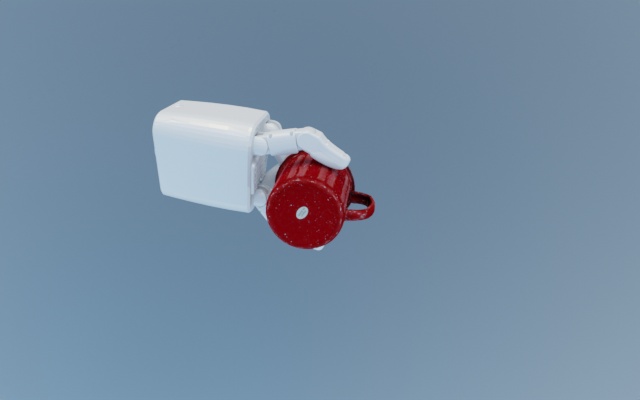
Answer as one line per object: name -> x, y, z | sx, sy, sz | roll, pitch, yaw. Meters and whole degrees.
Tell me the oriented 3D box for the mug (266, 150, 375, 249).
mug -> 0.001, 0.002, 0.513 | 0.117, 0.093, 0.081 | 10, 24, 3
